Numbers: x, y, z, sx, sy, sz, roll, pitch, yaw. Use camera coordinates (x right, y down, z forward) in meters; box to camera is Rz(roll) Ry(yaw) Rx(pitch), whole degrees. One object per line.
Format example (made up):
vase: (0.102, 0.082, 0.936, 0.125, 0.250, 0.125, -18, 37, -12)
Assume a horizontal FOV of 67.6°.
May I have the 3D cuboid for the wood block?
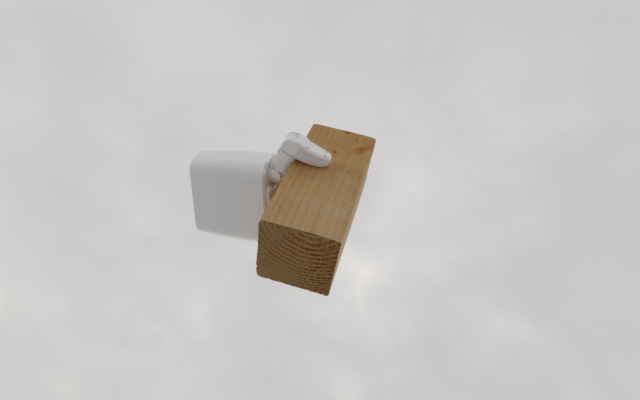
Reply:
wood block: (0.000, 0.002, 0.588, 0.090, 0.091, 0.206, 15, 41, 7)
